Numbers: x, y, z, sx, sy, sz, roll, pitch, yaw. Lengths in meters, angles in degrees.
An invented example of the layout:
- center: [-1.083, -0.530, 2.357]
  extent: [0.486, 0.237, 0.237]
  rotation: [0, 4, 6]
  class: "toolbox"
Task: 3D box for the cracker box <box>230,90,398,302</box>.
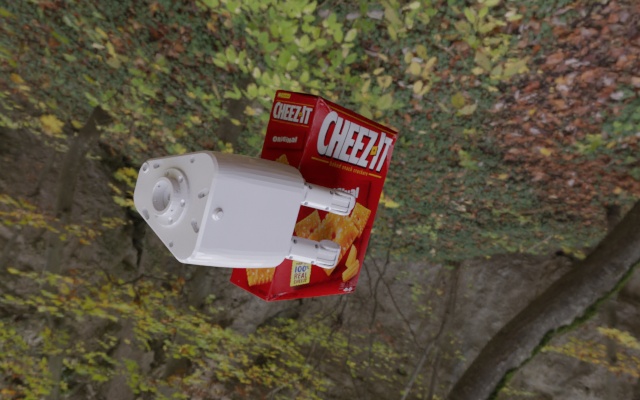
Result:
- center: [0.000, 0.002, 0.551]
  extent: [0.072, 0.214, 0.164]
  rotation: [18, 5, 38]
  class: "cracker box"
